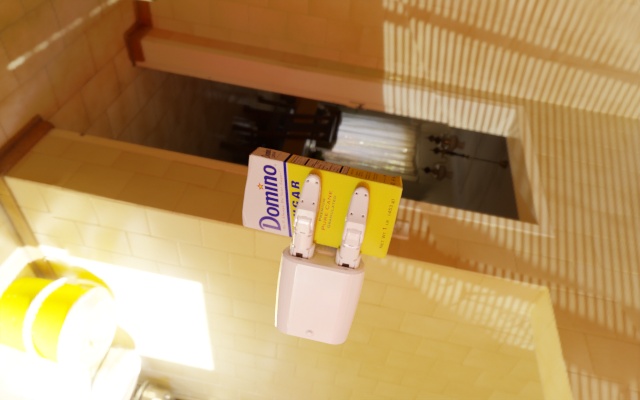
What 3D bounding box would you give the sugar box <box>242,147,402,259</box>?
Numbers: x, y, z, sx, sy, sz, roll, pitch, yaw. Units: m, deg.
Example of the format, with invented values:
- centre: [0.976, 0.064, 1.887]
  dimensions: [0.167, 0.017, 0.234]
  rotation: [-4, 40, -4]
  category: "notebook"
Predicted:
- centre: [0.000, 0.002, 0.560]
  dimensions: [0.176, 0.093, 0.048]
  rotation: [11, 21, 4]
  category: "sugar box"
